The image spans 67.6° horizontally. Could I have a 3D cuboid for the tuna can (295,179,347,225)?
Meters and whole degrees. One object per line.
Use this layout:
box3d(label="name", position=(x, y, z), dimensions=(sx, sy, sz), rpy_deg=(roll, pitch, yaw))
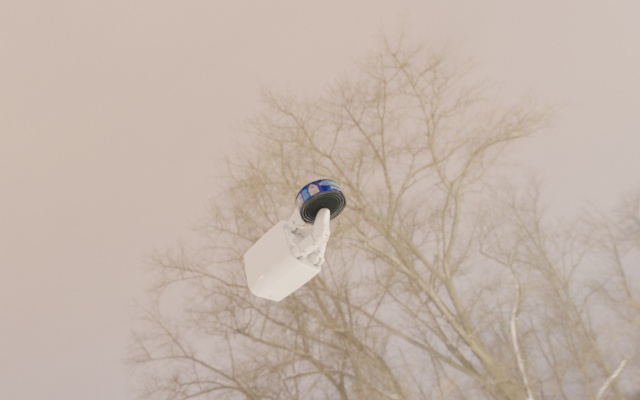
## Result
box3d(label="tuna can", position=(0.000, 0.002, 0.839), dimensions=(0.086, 0.033, 0.086), rpy_deg=(-15, -38, -12))
